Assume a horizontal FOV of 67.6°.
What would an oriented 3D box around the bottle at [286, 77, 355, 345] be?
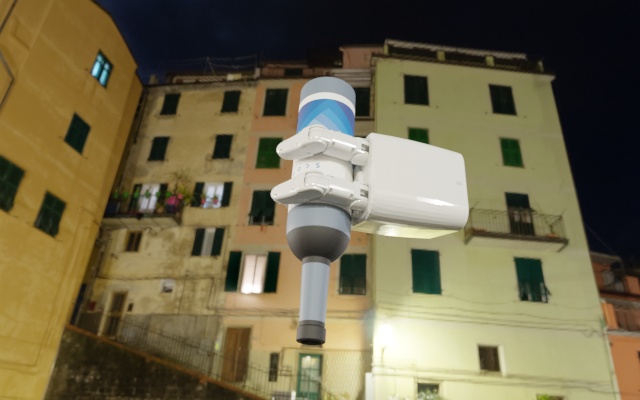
[{"bbox_3d":[0.000,0.001,0.509,0.069,0.295,0.069,3,-29,2],"label":"bottle"}]
